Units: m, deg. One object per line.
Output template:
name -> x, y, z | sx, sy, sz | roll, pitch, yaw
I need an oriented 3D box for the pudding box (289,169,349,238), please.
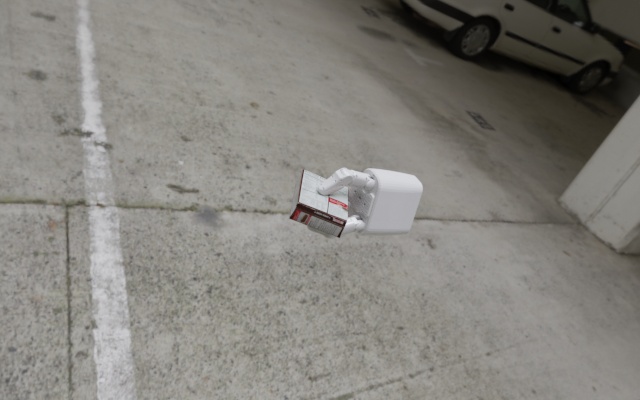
pudding box -> 0.000, 0.002, 0.797 | 0.090, 0.039, 0.113 | 21, 30, -9
